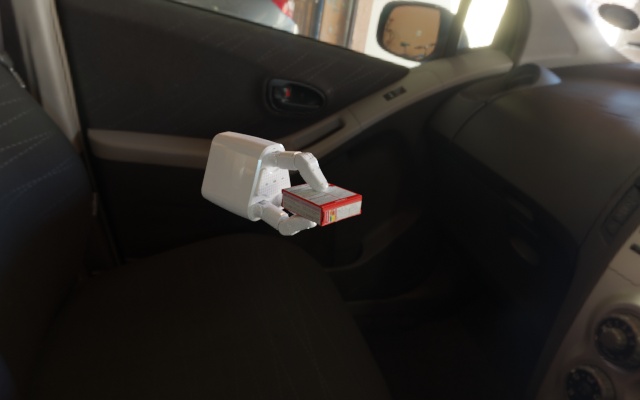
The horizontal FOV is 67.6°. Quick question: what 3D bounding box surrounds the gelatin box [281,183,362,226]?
[{"bbox_3d":[0.000,0.002,0.655,0.073,0.030,0.089,-15,26,-39],"label":"gelatin box"}]
